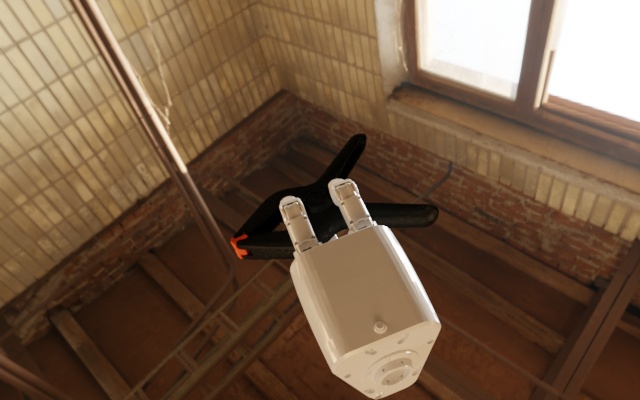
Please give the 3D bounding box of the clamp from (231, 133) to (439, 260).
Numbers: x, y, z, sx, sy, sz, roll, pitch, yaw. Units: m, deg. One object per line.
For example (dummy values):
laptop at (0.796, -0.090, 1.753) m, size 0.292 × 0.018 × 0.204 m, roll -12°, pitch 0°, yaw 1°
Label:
clamp at (0.000, 0.003, 0.531) m, size 0.210 × 0.036 × 0.164 m, roll -21°, pitch 44°, yaw -6°
